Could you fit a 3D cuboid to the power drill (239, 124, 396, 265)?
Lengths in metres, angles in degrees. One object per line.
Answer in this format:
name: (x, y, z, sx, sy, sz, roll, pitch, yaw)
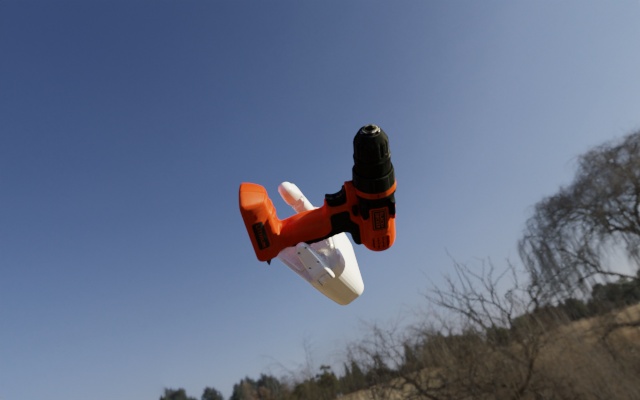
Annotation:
power drill: (0.000, 0.002, 0.582, 0.187, 0.185, 0.057, -9, 39, 1)
